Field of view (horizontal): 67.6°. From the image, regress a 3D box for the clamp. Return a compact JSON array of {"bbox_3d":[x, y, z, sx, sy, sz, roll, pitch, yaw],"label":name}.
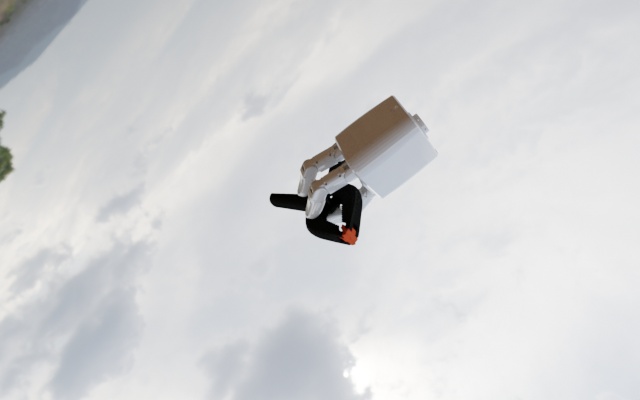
[{"bbox_3d":[0.001,0.003,0.728,0.164,0.209,0.036,-36,-52,12],"label":"clamp"}]
